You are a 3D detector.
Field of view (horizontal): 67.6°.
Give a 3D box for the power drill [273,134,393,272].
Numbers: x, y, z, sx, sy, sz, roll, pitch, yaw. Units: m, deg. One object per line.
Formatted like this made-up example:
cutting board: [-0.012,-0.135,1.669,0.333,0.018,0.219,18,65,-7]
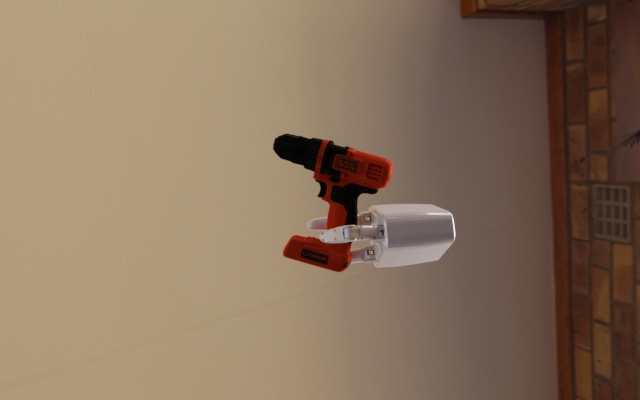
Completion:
power drill: [0.000,0.003,0.726,0.184,0.188,0.057,16,11,9]
